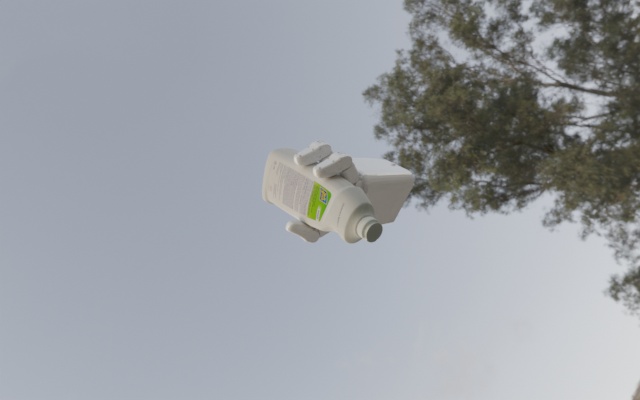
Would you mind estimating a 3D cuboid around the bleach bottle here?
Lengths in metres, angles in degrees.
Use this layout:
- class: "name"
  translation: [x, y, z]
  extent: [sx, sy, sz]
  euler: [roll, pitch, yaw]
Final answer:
- class: "bleach bottle"
  translation: [0.000, 0.002, 0.719]
  extent: [0.068, 0.103, 0.250]
  euler: [-6, 26, -35]
